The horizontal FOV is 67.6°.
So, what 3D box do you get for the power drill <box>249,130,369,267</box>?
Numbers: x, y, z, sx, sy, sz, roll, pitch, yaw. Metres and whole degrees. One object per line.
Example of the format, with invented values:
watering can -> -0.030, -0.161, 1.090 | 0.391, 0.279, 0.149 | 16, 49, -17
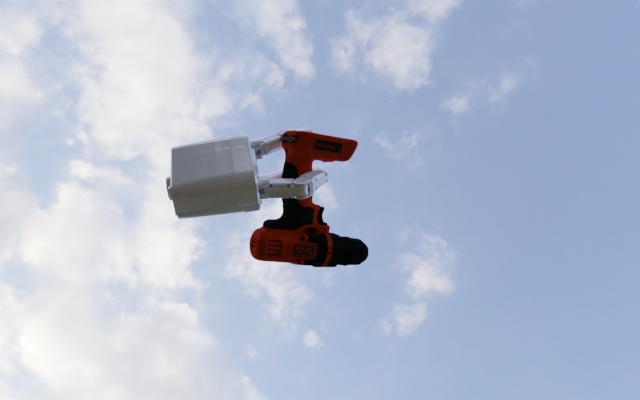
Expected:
power drill -> 0.000, 0.002, 0.674 | 0.184, 0.187, 0.057 | 7, 3, -30
